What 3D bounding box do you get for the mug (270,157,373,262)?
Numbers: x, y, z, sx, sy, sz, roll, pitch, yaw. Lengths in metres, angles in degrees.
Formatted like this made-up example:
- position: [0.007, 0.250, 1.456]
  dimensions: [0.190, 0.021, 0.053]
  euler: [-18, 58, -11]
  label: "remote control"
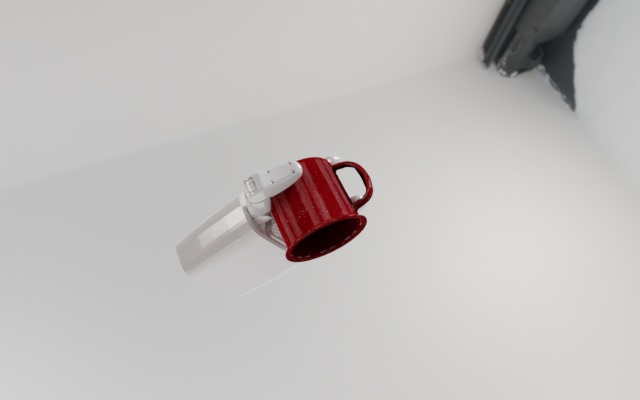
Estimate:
- position: [0.001, 0.001, 0.505]
  dimensions: [0.117, 0.081, 0.093]
  euler: [-34, -24, 16]
  label: "mug"
